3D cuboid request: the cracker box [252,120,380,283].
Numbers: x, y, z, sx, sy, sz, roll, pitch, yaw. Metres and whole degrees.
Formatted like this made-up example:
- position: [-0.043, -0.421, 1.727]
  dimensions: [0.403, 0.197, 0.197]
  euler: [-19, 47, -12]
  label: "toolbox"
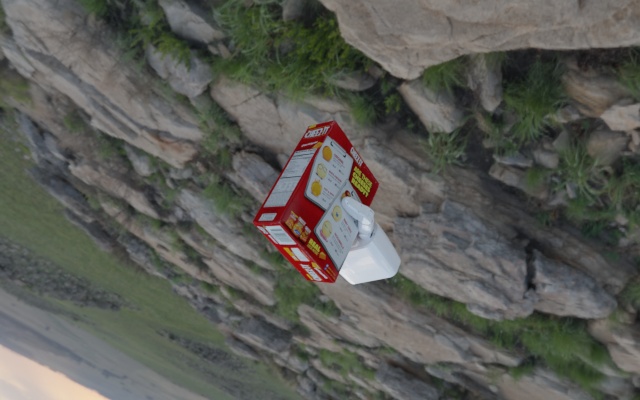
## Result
- position: [0.000, 0.003, 0.791]
  dimensions: [0.072, 0.213, 0.164]
  euler: [-3, -41, 40]
  label: "cracker box"
